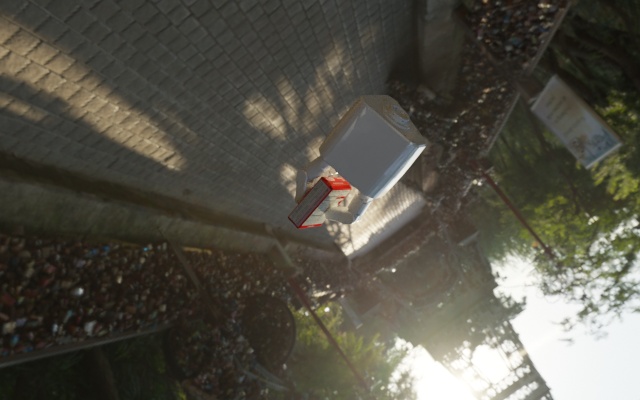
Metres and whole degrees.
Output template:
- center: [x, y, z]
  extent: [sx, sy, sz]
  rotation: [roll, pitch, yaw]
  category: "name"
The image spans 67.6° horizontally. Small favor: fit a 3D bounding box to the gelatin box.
- center: [0.000, 0.003, 0.748]
  extent: [0.030, 0.089, 0.073]
  rotation: [47, 21, 18]
  category: "gelatin box"
